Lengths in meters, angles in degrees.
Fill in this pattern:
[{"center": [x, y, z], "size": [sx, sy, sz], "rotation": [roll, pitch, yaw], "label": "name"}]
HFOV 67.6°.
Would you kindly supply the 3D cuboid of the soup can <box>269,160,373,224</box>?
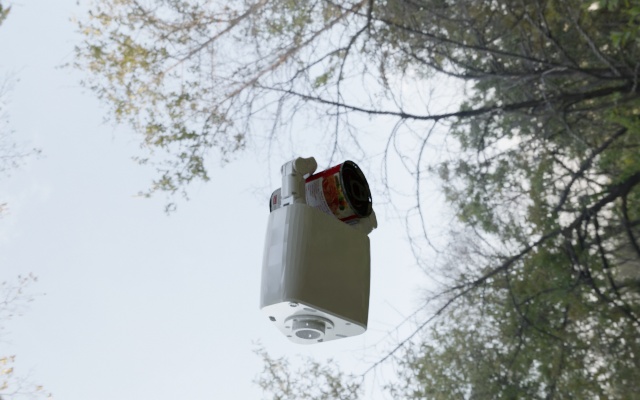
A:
[{"center": [0.000, 0.001, 0.554], "size": [0.102, 0.068, 0.068], "rotation": [-20, -10, 29], "label": "soup can"}]
